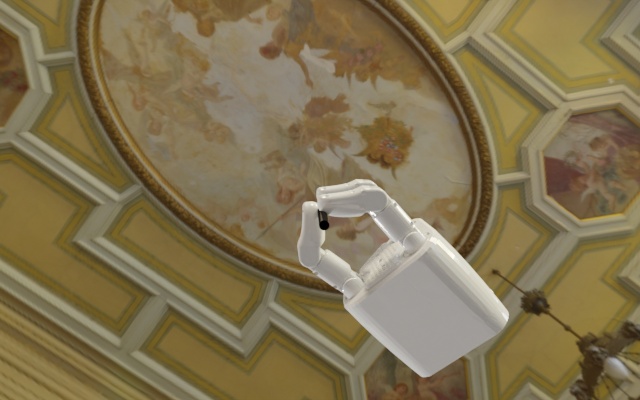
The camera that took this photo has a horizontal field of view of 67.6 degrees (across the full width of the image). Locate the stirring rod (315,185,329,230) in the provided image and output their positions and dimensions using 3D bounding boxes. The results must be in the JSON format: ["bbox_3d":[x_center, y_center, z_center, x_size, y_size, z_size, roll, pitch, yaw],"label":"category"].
[{"bbox_3d":[0.000,0.002,0.485,0.011,0.011,0.239,0,8,-1],"label":"stirring rod"}]
